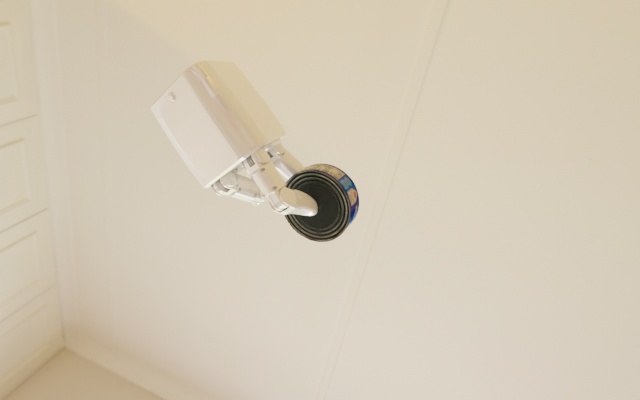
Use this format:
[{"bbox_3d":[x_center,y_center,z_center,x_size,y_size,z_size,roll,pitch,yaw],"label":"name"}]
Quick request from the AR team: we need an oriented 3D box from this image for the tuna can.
[{"bbox_3d":[0.000,0.002,0.546,0.086,0.086,0.033,0,20,26],"label":"tuna can"}]
